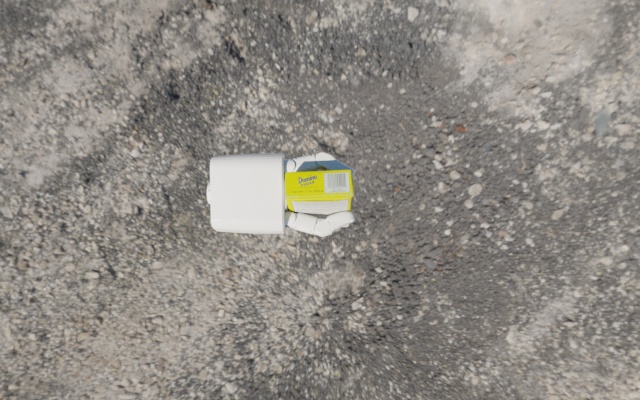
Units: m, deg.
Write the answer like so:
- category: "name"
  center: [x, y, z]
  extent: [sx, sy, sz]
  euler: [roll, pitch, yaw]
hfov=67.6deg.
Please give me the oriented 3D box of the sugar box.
- category: "sugar box"
  center: [0.000, 0.002, 0.722]
  extent: [0.093, 0.048, 0.176]
  euler: [-1, -14, 0]
